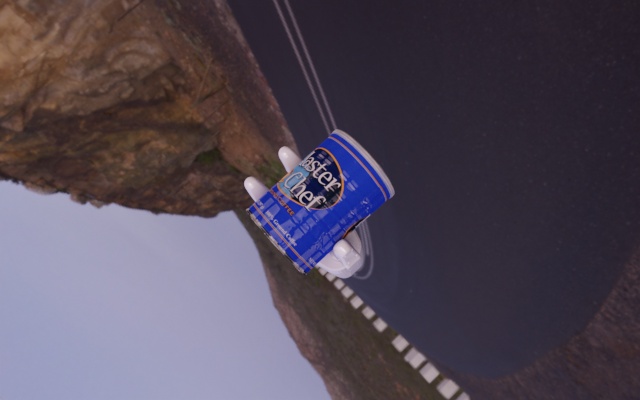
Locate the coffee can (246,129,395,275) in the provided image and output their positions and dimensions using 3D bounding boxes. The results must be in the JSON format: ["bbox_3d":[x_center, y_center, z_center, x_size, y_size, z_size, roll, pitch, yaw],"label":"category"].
[{"bbox_3d":[0.000,0.002,0.554,0.140,0.103,0.103,-42,4,-4],"label":"coffee can"}]
